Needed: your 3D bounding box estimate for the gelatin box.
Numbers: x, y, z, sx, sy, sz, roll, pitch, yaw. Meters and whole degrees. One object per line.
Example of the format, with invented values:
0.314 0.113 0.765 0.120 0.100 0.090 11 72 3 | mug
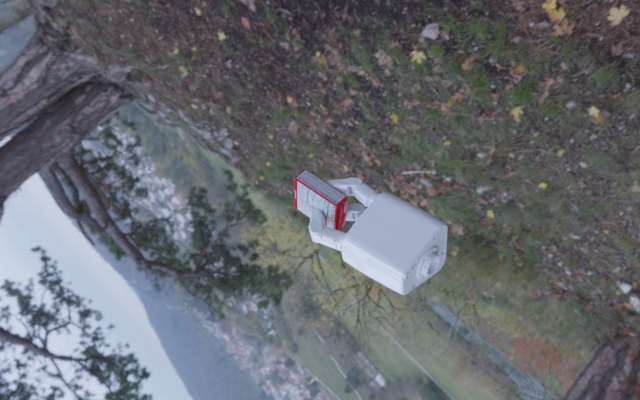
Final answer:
0.000 0.003 0.749 0.089 0.073 0.030 33 57 23 | gelatin box
